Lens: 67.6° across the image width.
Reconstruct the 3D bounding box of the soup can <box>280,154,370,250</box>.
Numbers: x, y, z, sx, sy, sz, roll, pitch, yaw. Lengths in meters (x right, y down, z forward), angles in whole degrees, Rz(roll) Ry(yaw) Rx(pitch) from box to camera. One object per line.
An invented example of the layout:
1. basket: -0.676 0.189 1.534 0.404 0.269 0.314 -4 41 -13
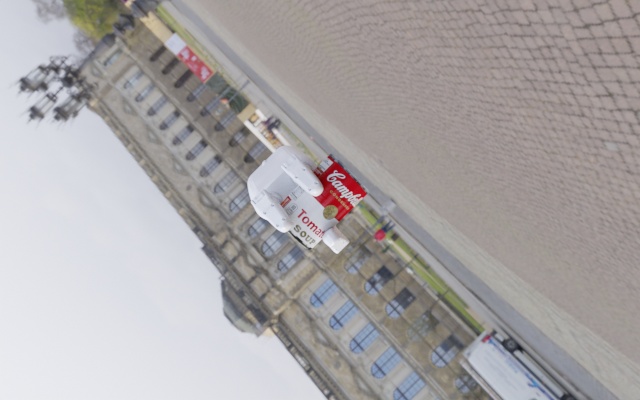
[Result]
1. soup can: 0.000 0.002 0.584 0.102 0.068 0.068 -45 1 1
